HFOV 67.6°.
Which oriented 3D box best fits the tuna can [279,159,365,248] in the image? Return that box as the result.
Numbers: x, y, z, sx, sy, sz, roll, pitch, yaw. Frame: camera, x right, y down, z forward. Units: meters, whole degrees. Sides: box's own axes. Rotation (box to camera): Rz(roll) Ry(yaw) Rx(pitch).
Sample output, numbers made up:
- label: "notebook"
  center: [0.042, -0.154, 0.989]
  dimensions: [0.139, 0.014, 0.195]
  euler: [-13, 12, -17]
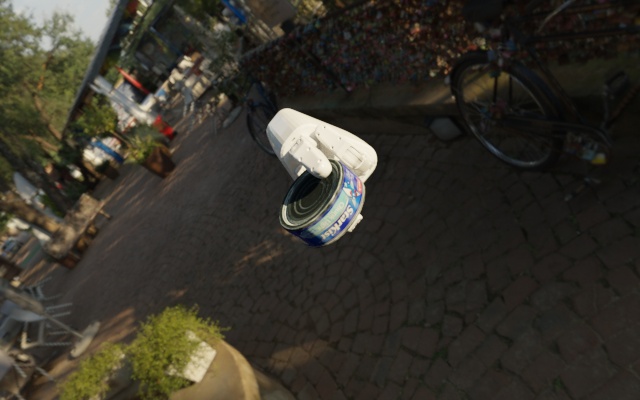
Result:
- label: "tuna can"
  center: [0.000, 0.001, 0.466]
  dimensions: [0.034, 0.086, 0.086]
  euler: [39, -23, -31]
